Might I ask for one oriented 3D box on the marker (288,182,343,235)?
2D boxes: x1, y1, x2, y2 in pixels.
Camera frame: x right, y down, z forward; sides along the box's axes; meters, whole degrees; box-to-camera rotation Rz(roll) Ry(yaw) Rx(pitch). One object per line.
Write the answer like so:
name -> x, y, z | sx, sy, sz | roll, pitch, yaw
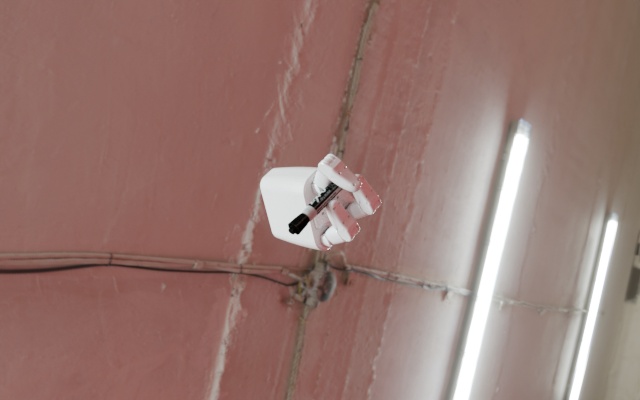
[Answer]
marker -> 0.000, 0.002, 0.615 | 0.020, 0.020, 0.121 | 0, 37, 49
